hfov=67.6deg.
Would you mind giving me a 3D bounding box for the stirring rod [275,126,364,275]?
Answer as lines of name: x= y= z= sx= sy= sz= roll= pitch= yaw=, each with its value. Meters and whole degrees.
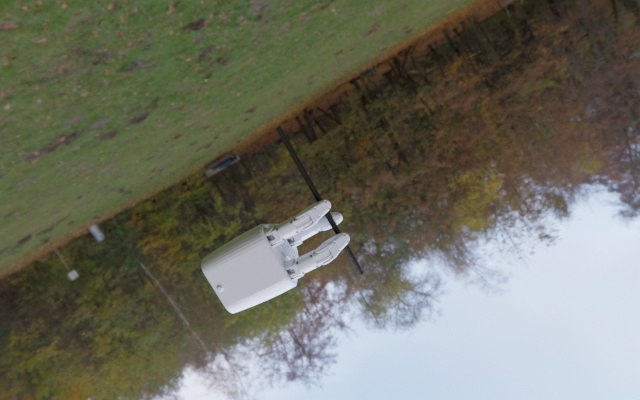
stirring rod: x=0.000 y=0.002 z=0.674 sx=0.011 sy=0.239 sz=0.011 roll=-29 pitch=8 yaw=4
